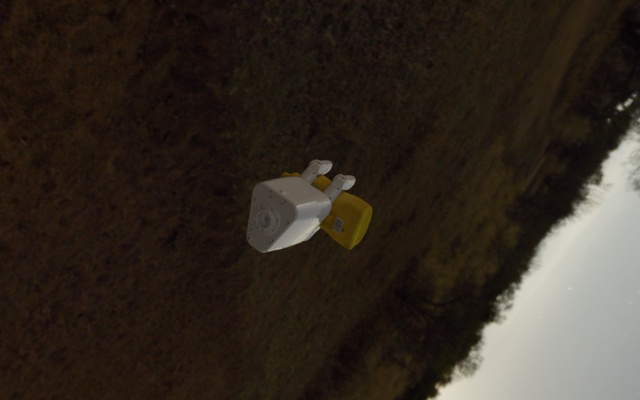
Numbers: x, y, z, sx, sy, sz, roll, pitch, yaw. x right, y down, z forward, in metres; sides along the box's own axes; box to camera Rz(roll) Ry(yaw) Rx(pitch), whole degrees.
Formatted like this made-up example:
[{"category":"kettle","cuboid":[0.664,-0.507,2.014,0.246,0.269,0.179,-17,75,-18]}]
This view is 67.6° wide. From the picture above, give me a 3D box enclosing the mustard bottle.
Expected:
[{"category":"mustard bottle","cuboid":[0.001,0.003,0.885,0.191,0.096,0.058,34,44,22]}]
